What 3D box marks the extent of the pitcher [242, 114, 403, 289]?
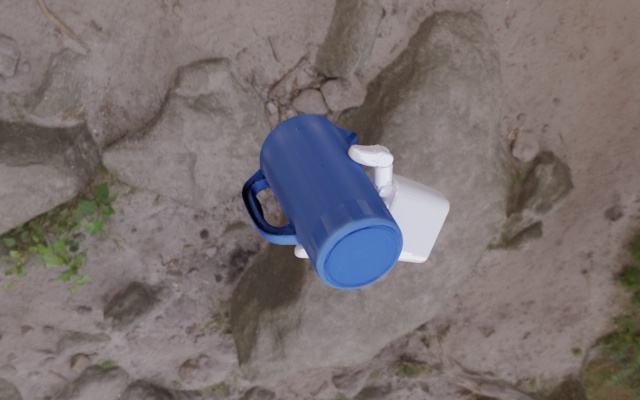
[{"bbox_3d":[0.000,0.002,0.626,0.145,0.149,0.242,14,28,-30],"label":"pitcher"}]
